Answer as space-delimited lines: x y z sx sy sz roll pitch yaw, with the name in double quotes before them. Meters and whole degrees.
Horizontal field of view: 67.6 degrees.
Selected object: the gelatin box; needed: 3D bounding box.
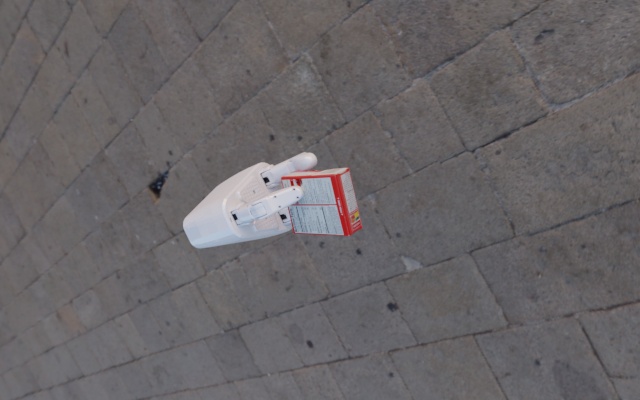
"gelatin box" 0.000 0.002 0.556 0.089 0.073 0.030 -1 19 42
